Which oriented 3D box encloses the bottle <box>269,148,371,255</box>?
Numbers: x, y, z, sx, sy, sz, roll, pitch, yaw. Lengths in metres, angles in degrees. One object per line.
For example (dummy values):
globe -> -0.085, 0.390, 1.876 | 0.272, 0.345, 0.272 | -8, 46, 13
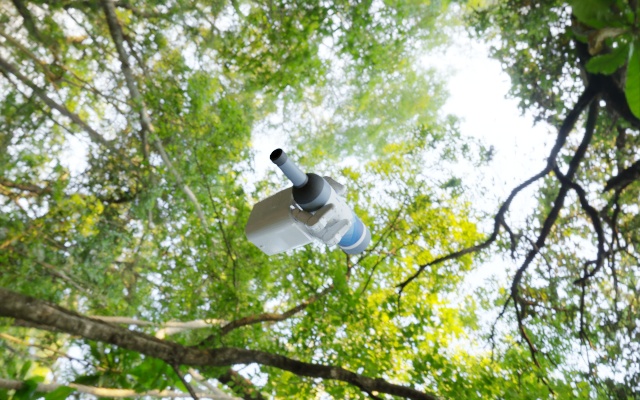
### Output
bottle -> 0.000, 0.003, 0.882 | 0.069, 0.069, 0.296 | 0, -33, 37
